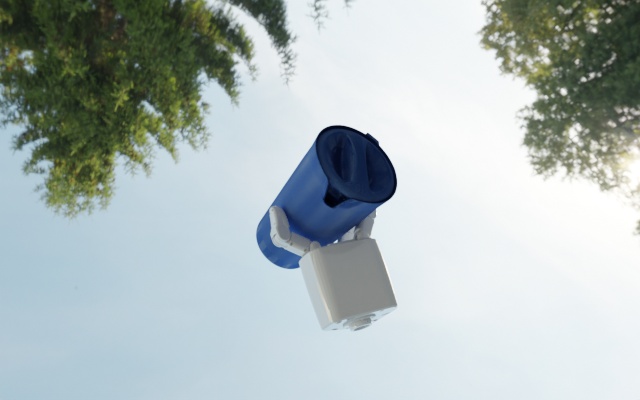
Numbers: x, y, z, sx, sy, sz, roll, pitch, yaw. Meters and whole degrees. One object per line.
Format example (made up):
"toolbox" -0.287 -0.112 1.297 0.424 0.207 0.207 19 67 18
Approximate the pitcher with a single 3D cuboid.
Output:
"pitcher" 0.000 0.003 0.737 0.149 0.145 0.243 1 -32 -35
